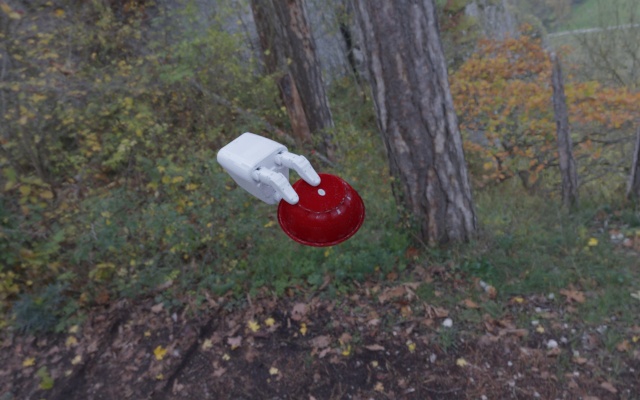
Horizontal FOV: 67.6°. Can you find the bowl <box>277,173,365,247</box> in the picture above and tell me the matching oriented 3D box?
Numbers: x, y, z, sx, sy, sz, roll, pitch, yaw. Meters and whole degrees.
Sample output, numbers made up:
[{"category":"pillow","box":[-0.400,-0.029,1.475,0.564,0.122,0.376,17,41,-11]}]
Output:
[{"category":"bowl","box":[0.001,0.003,0.854,0.162,0.162,0.055,0,-40,2]}]
